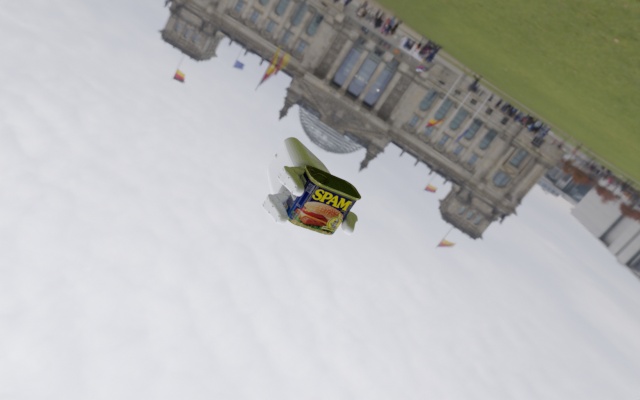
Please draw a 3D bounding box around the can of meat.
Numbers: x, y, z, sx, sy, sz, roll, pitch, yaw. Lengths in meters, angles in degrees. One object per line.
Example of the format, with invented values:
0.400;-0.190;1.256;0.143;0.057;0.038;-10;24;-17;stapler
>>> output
0.000;0.003;0.772;0.102;0.084;0.057;21;24;-31;can of meat
